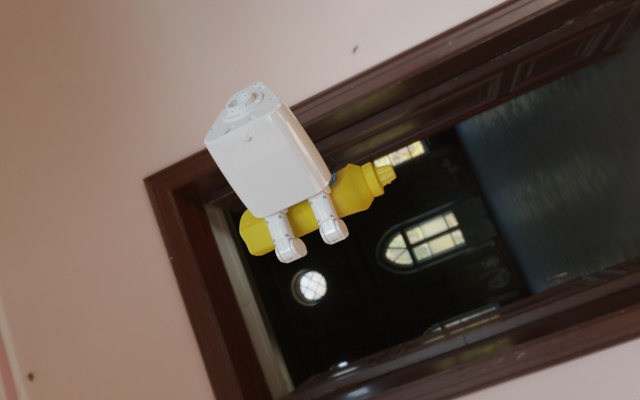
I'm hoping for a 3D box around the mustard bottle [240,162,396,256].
[{"bbox_3d":[0.000,0.002,0.582,0.191,0.058,0.096,-24,9,12],"label":"mustard bottle"}]
